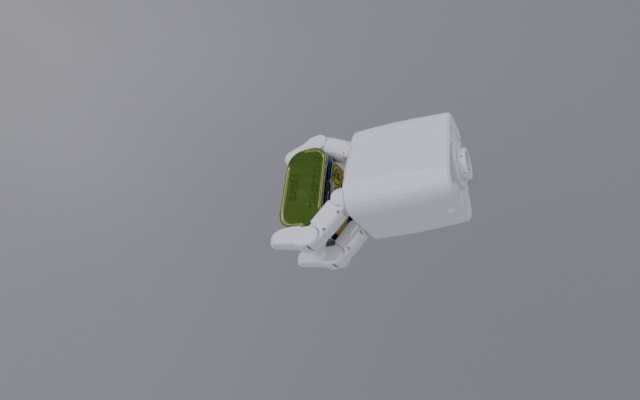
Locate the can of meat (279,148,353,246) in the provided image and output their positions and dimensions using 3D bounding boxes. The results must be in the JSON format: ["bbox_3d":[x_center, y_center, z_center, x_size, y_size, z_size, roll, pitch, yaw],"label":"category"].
[{"bbox_3d":[0.000,0.002,0.549,0.057,0.102,0.084,-8,-28,27],"label":"can of meat"}]
